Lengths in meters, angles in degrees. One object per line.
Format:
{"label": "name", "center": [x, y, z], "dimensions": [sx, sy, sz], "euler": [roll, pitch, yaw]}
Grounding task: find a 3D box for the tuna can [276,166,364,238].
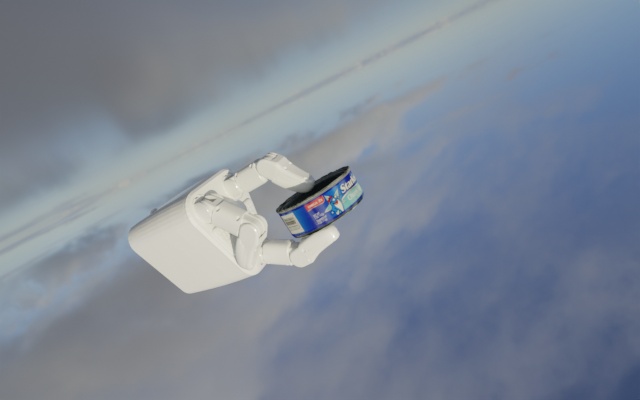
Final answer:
{"label": "tuna can", "center": [0.000, 0.002, 0.480], "dimensions": [0.086, 0.034, 0.086], "euler": [-31, 9, 6]}
